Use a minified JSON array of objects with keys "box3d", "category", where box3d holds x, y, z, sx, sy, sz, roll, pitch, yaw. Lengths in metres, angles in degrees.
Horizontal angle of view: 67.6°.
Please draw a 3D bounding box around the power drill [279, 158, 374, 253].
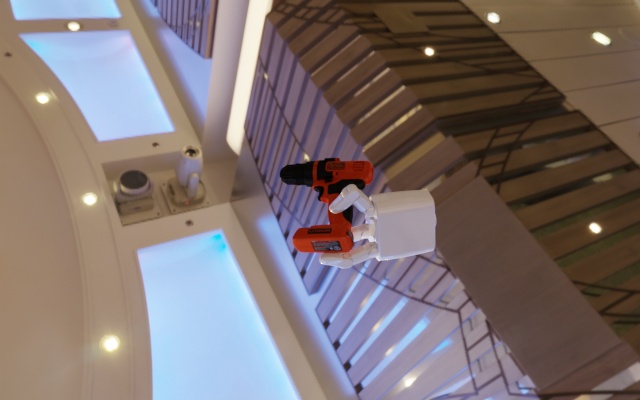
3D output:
[{"box3d":[0.000,0.003,0.877,0.184,0.187,0.057,-2,-34,16],"category":"power drill"}]
